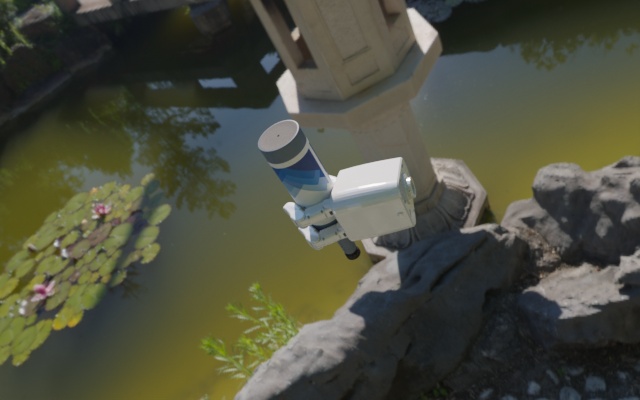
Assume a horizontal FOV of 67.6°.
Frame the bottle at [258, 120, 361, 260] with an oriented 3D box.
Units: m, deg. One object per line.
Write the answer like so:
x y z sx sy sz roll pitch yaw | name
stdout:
0.000 0.002 0.772 0.069 0.069 0.296 0 -40 32 | bottle
